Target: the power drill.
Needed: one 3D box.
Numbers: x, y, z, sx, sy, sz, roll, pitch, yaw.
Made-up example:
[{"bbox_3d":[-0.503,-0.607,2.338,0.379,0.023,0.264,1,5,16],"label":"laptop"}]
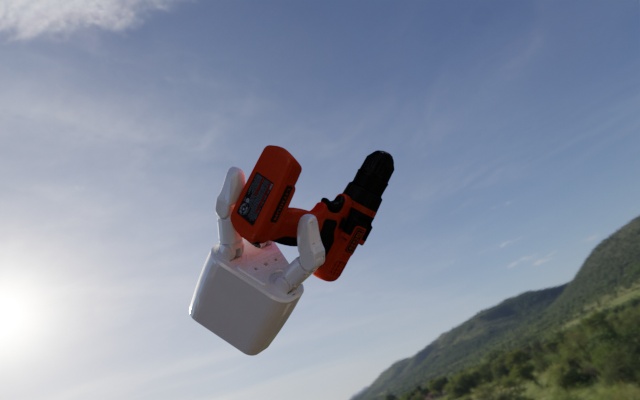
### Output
[{"bbox_3d":[0.000,0.002,0.566,0.188,0.184,0.057,23,5,-46],"label":"power drill"}]
